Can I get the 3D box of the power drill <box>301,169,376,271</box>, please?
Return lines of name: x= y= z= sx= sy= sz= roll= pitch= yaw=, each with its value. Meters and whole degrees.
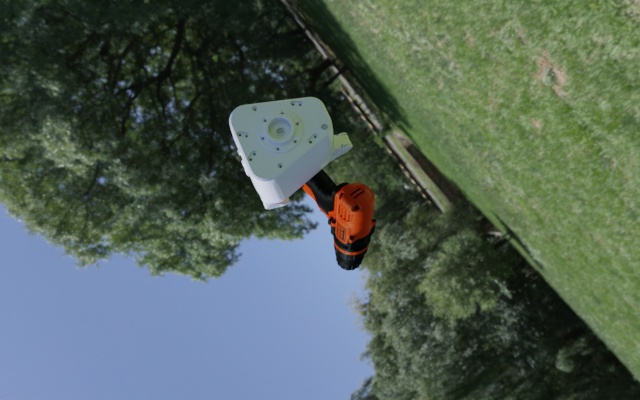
power drill: x=0.000 y=0.002 z=0.687 sx=0.057 sy=0.187 sz=0.185 roll=-36 pitch=-27 yaw=-26
